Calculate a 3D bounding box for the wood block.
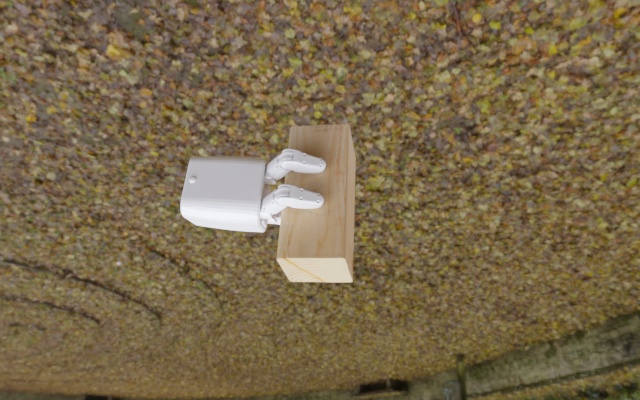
[{"bbox_3d":[0.000,0.002,0.673,0.090,0.206,0.091,-1,-29,9],"label":"wood block"}]
